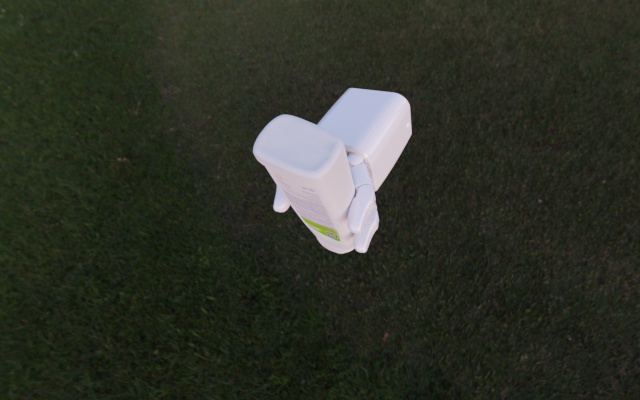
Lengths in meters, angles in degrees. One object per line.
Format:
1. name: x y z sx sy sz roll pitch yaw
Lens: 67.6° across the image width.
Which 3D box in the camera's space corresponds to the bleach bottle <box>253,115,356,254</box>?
1. bleach bottle: 0.000 0.002 0.616 0.102 0.068 0.251 26 -21 25
